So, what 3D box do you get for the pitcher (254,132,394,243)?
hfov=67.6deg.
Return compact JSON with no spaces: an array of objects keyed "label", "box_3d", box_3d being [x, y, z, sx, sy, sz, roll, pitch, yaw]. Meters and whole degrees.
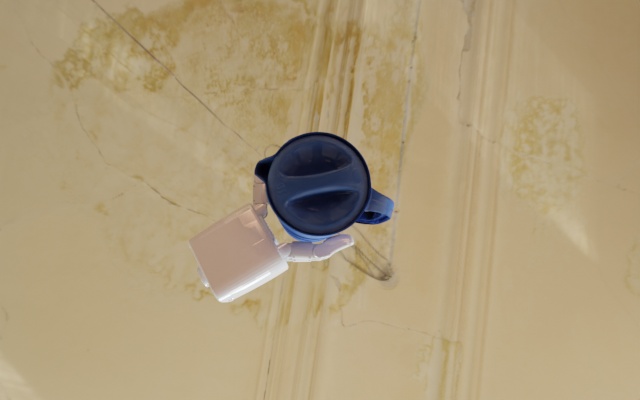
[{"label":"pitcher","box_3d":[0.000,0.002,0.704,0.145,0.149,0.243,-30,-7,-8]}]
